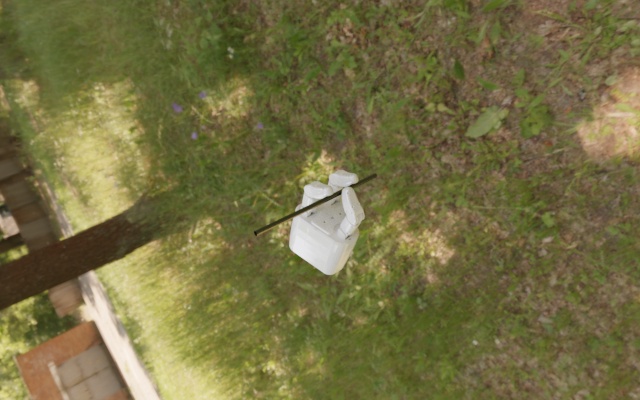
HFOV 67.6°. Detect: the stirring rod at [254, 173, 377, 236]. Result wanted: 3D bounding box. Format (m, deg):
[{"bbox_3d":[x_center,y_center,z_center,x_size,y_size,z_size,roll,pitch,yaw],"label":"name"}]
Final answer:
[{"bbox_3d":[0.000,0.002,0.741,0.239,0.011,0.011,-26,14,-31],"label":"stirring rod"}]
